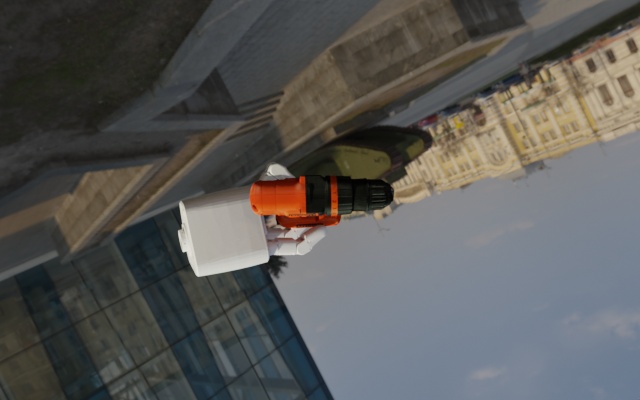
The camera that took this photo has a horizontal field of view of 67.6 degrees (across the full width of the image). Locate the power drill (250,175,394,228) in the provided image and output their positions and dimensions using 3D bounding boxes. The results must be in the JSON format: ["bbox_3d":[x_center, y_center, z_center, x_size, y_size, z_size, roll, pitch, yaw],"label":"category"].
[{"bbox_3d":[0.000,0.002,0.680,0.184,0.057,0.188,0,-9,-2],"label":"power drill"}]
